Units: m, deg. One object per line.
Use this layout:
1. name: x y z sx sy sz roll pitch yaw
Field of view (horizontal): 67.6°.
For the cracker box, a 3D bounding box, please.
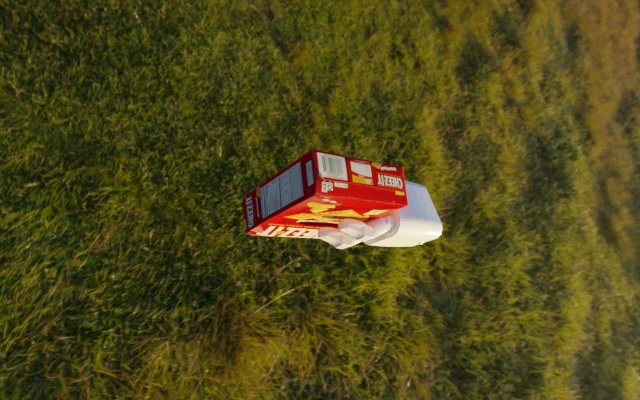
1. cracker box: 0.000 0.002 0.733 0.164 0.072 0.214 7 -21 -34
